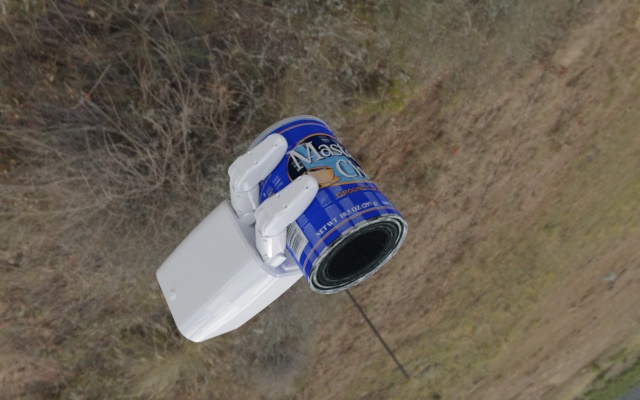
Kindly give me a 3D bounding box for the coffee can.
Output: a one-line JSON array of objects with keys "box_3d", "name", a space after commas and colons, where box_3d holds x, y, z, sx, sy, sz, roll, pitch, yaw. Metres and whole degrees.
[{"box_3d": [0.000, 0.001, 0.455, 0.103, 0.103, 0.140, 0, 44, -44], "name": "coffee can"}]
